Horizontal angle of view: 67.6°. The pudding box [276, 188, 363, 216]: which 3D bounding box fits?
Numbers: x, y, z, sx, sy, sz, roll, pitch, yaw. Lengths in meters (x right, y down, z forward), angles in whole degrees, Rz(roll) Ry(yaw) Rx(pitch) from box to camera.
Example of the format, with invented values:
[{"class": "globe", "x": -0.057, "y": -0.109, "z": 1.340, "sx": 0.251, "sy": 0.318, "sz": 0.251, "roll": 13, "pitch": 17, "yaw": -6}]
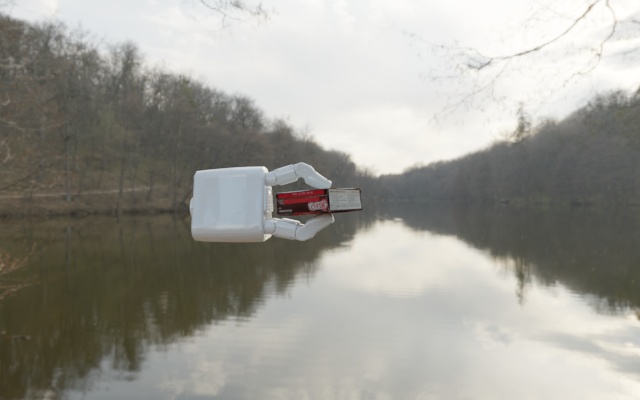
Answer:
[{"class": "pudding box", "x": 0.000, "y": 0.002, "z": 0.720, "sx": 0.090, "sy": 0.039, "sz": 0.113, "roll": -4, "pitch": 1, "yaw": 30}]
